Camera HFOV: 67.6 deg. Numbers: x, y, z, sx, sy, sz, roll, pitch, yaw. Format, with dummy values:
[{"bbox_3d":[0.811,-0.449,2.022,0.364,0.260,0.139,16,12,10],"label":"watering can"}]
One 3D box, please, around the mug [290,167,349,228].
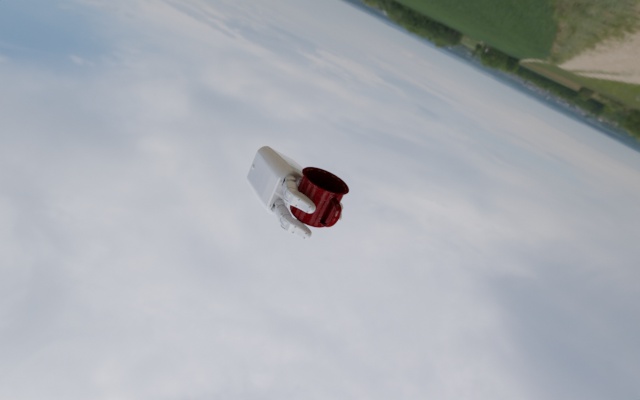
[{"bbox_3d":[0.001,0.004,0.868,0.093,0.081,0.117,4,32,-39],"label":"mug"}]
